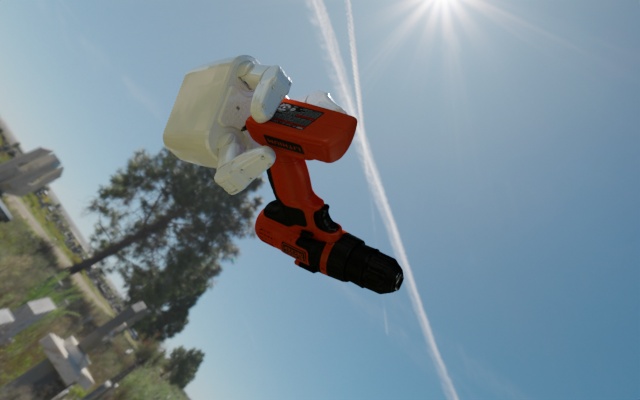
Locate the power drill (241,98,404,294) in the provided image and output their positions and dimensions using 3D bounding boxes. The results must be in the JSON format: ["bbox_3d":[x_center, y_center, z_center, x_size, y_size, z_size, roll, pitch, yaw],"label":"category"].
[{"bbox_3d":[0.000,0.001,0.479,0.184,0.188,0.057,20,45,28],"label":"power drill"}]
